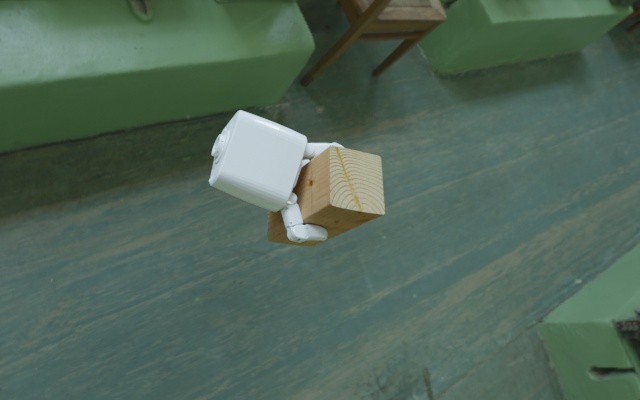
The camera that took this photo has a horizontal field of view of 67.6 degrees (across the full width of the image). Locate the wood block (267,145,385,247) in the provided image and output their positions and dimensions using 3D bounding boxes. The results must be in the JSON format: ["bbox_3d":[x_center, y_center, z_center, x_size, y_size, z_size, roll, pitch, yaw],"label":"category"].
[{"bbox_3d":[0.000,0.003,0.736,0.090,0.090,0.206,10,-22,-28],"label":"wood block"}]
